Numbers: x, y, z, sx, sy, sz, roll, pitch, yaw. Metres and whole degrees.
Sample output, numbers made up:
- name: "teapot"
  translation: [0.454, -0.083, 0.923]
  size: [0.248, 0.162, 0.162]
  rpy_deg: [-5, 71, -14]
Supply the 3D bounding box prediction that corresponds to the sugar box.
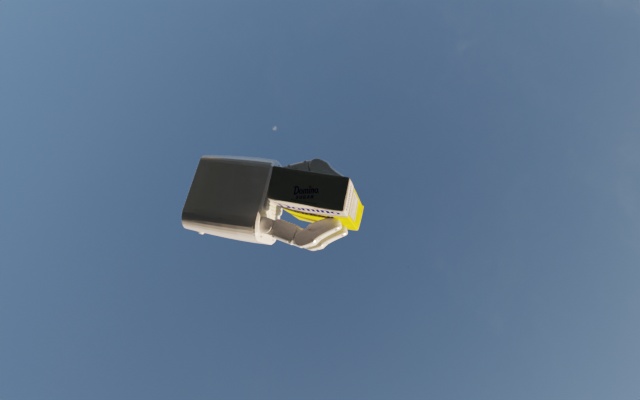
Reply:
- name: "sugar box"
  translation: [0.000, 0.003, 0.612]
  size: [0.093, 0.048, 0.176]
  rpy_deg: [9, -6, 12]
